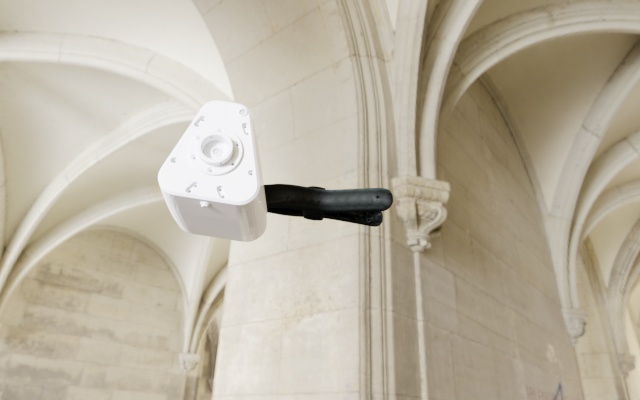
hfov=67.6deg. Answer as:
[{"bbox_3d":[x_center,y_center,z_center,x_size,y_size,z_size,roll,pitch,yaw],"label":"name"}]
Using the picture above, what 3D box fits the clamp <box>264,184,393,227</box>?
[{"bbox_3d":[0.000,0.001,0.543,0.171,0.039,0.120,5,-18,-6],"label":"clamp"}]
